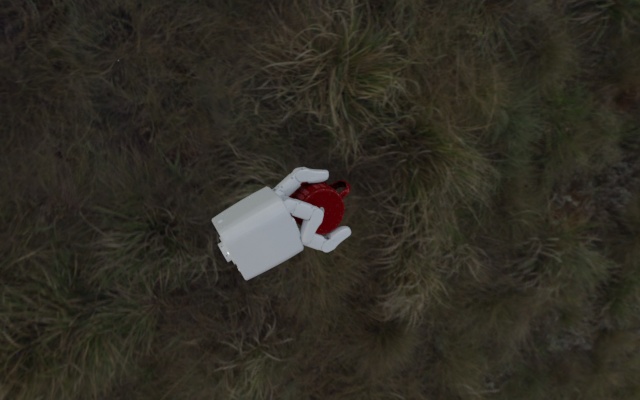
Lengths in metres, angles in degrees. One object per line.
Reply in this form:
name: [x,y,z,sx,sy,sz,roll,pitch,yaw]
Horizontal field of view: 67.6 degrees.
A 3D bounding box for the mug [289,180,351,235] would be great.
mug: [0.001,0.002,0.814,0.117,0.093,0.081,-30,24,-12]
